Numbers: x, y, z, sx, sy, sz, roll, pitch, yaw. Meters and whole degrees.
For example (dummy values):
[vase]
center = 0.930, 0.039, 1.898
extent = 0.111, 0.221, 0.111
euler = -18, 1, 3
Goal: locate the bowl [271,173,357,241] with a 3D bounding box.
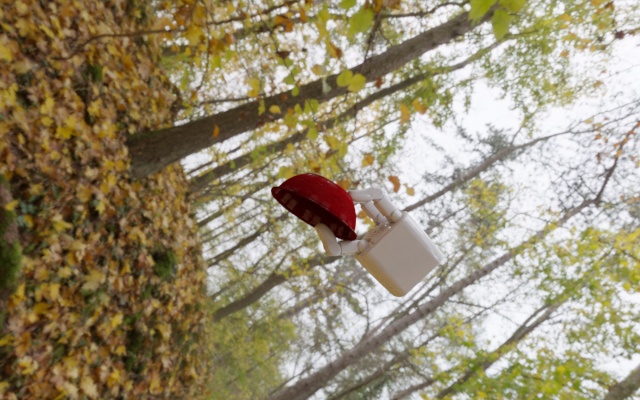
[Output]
[bowl]
center = -0.001, 0.001, 0.783
extent = 0.162, 0.055, 0.162
euler = 28, -15, 8
